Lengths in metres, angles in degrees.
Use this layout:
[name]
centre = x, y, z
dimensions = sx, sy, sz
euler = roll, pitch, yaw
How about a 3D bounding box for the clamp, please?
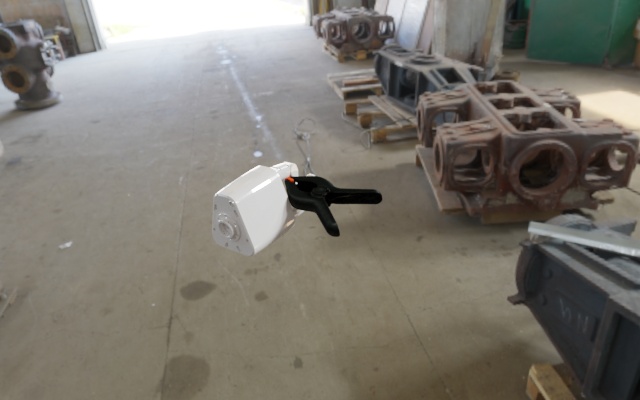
[clamp]
centre = 0.000, 0.002, 0.774
dimensions = 0.171, 0.039, 0.120
euler = 14, 34, 32
